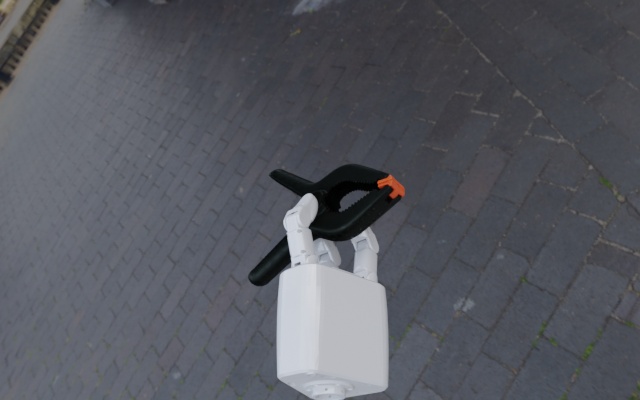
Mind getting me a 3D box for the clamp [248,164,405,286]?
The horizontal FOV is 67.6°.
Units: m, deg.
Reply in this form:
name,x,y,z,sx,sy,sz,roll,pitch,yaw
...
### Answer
name,x,y,z,sx,sy,sz,roll,pitch,yaw
clamp,0.000,0.001,0.566,0.210,0.164,0.036,-24,-41,31
